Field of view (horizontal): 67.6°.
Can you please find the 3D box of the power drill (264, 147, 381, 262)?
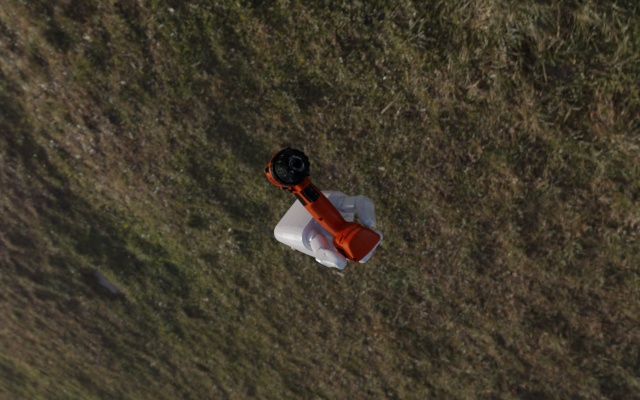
[{"bbox_3d":[0.000,0.003,0.679,0.057,0.188,0.184,-43,8,-6],"label":"power drill"}]
